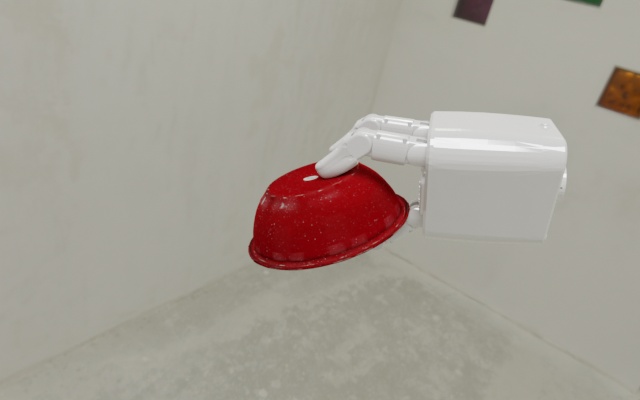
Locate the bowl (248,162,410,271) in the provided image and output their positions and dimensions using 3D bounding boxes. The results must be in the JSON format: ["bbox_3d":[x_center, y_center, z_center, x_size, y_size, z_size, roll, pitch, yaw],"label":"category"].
[{"bbox_3d":[-0.001,0.001,0.458,0.162,0.055,0.162,-15,20,6],"label":"bowl"}]
